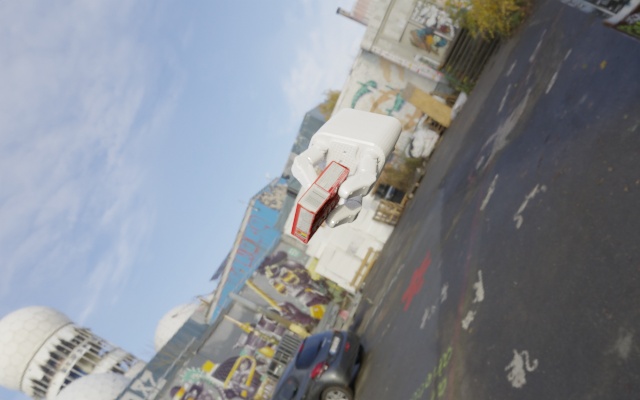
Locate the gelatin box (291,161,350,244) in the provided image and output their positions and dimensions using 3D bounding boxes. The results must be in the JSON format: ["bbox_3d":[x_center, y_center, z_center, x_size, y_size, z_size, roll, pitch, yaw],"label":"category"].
[{"bbox_3d":[0.000,0.002,0.616,0.030,0.089,0.073,31,-35,11],"label":"gelatin box"}]
